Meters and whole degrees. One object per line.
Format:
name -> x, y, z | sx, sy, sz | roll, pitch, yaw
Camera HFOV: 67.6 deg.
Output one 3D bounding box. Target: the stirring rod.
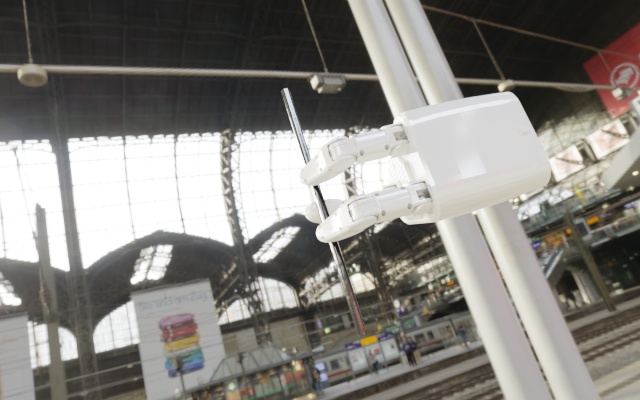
stirring rod -> 0.000, 0.001, 0.426 | 0.011, 0.239, 0.011 | -16, -19, -6
